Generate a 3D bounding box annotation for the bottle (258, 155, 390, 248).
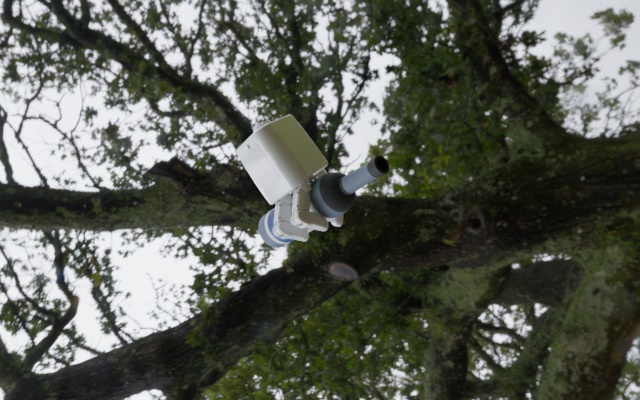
[{"bbox_3d":[0.000,0.003,0.757,0.069,0.069,0.296,0,-21,-37],"label":"bottle"}]
